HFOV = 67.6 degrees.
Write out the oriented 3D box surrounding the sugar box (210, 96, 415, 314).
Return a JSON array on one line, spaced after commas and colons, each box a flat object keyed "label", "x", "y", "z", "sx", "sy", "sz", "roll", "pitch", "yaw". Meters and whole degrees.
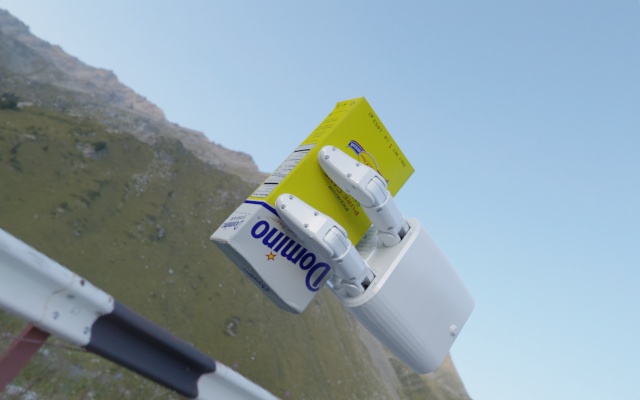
[{"label": "sugar box", "x": 0.001, "y": 0.001, "z": 0.415, "sx": 0.093, "sy": 0.176, "sz": 0.048, "roll": 50, "pitch": -25, "yaw": -23}]
